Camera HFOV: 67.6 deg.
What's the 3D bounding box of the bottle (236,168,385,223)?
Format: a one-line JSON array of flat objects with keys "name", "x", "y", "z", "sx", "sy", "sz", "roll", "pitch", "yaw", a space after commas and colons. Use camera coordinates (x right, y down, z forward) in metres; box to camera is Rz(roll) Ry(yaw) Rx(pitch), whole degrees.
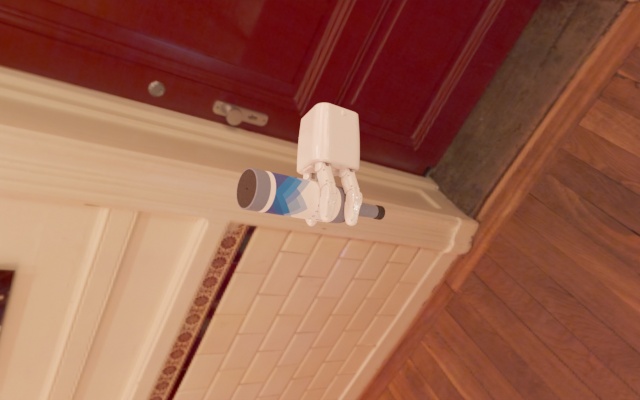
[{"name": "bottle", "x": 0.000, "y": 0.003, "z": 0.833, "sx": 0.296, "sy": 0.069, "sz": 0.069, "roll": 10, "pitch": -6, "yaw": -37}]
